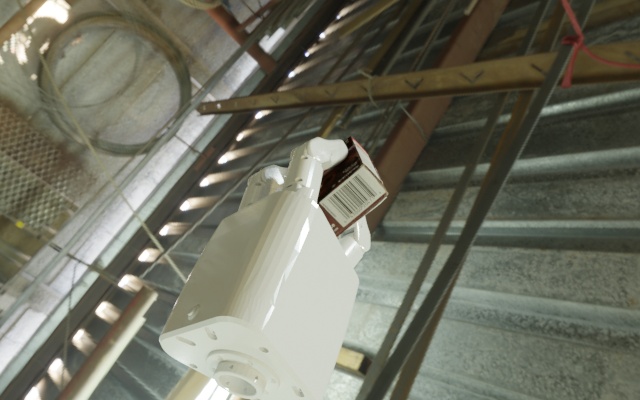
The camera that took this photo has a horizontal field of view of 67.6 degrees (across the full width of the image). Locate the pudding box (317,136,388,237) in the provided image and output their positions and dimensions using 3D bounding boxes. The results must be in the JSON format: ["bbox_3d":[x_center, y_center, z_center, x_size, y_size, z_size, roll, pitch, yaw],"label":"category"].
[{"bbox_3d":[0.000,0.002,0.422,0.113,0.039,0.090,-38,20,12],"label":"pudding box"}]
